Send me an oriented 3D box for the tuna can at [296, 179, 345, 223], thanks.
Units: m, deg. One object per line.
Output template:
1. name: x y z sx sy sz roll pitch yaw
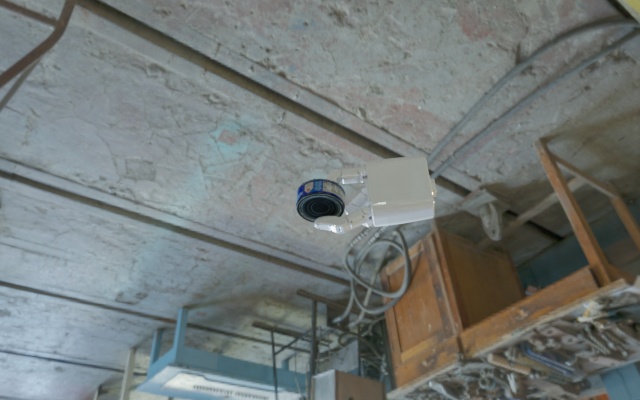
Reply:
1. tuna can: 0.000 0.003 0.828 0.086 0.033 0.086 2 -39 1
